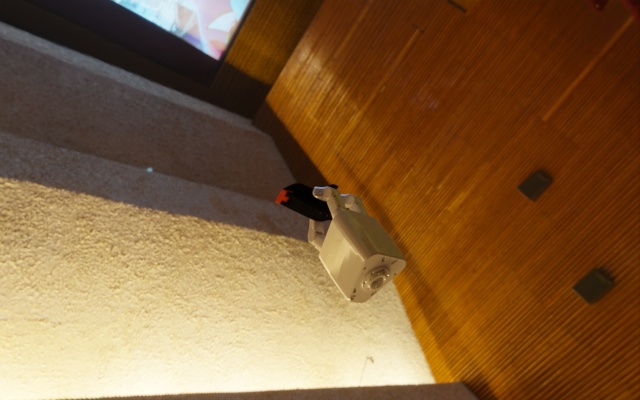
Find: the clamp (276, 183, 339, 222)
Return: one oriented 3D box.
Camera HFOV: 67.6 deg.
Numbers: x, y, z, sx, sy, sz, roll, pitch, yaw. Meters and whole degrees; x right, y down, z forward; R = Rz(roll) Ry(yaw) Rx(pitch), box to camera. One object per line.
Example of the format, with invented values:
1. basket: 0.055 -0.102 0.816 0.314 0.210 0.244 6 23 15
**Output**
1. clamp: -0.001 0.004 0.889 0.210 0.036 0.164 16 25 -39
